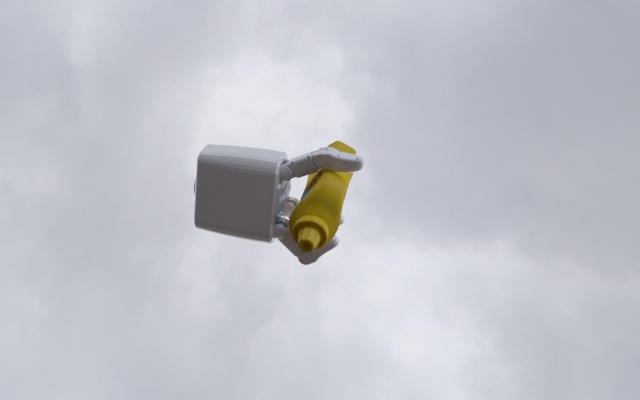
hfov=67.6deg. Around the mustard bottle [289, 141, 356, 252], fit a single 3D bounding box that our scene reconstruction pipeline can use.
[{"bbox_3d":[0.000,0.002,0.602,0.058,0.096,0.191,30,31,-6],"label":"mustard bottle"}]
